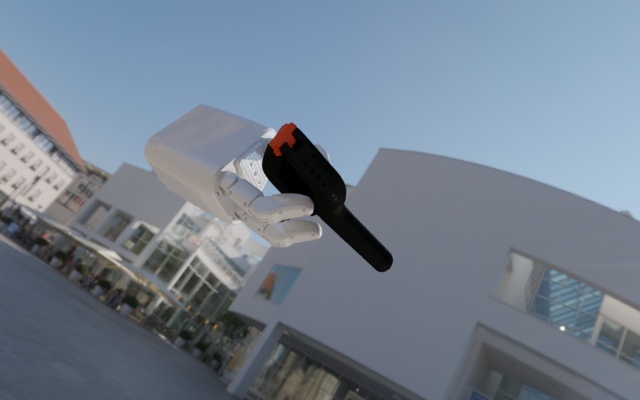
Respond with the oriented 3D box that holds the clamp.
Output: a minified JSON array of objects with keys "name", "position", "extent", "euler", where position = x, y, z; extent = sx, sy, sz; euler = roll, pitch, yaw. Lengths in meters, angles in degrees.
[{"name":"clamp","position":[0.000,0.001,0.503],"extent":[0.164,0.036,0.210],"euler":[25,-24,22]}]
